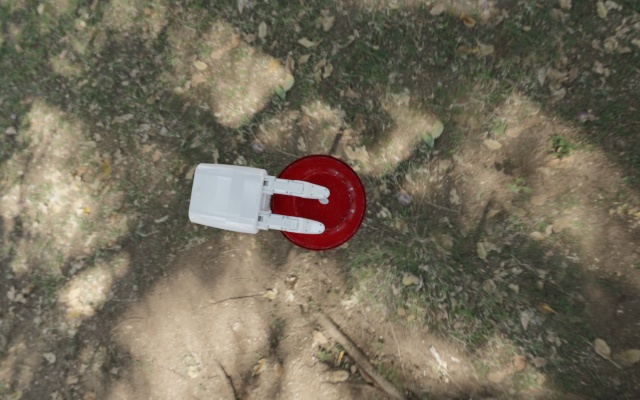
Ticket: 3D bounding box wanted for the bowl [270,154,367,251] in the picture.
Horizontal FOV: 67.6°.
[{"bbox_3d":[0.001,0.002,0.769,0.162,0.162,0.055,0,-2,-7],"label":"bowl"}]
